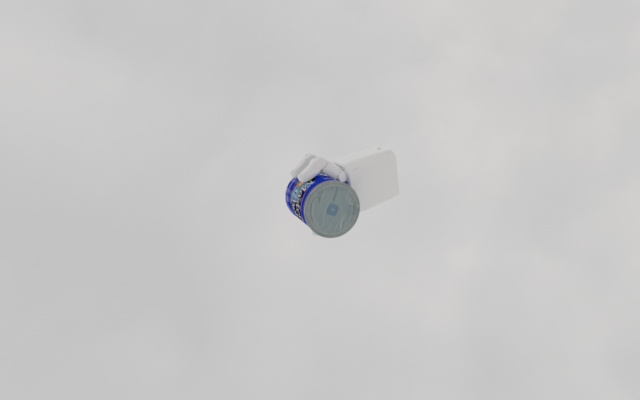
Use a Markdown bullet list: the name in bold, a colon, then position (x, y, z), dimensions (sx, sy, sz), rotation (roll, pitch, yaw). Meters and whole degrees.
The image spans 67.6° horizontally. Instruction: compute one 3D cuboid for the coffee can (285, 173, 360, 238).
- **coffee can**: position (0.000, 0.003, 0.896), dimensions (0.103, 0.103, 0.140), rotation (0, 11, -19)
